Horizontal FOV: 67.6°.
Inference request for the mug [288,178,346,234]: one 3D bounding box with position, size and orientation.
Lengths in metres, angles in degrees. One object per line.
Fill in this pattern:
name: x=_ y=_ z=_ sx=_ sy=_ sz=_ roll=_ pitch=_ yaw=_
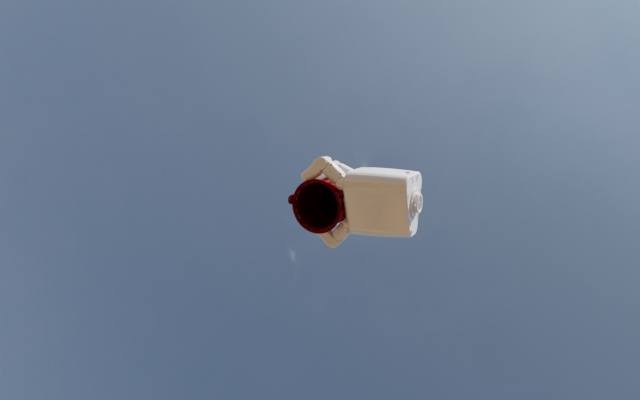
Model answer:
mug: x=-0.001 y=0.003 z=0.836 sx=0.117 sy=0.093 sz=0.081 roll=5 pitch=12 yaw=27
